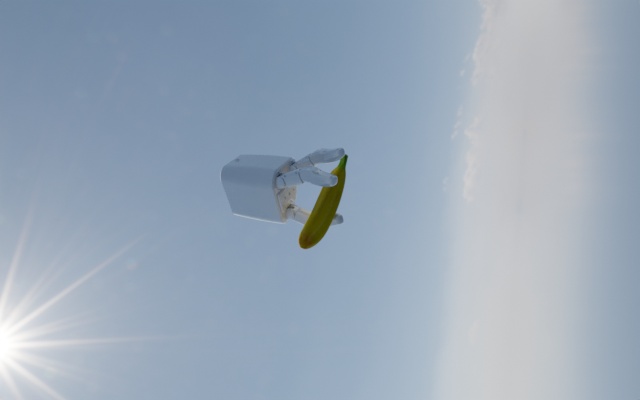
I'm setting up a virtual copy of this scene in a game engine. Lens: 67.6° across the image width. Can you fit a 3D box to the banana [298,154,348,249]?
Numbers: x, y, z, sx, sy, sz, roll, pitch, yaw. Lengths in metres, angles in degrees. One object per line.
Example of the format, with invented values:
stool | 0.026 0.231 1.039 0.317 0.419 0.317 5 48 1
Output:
banana | 0.003 0.012 0.782 0.037 0.197 0.070 10 -37 17
